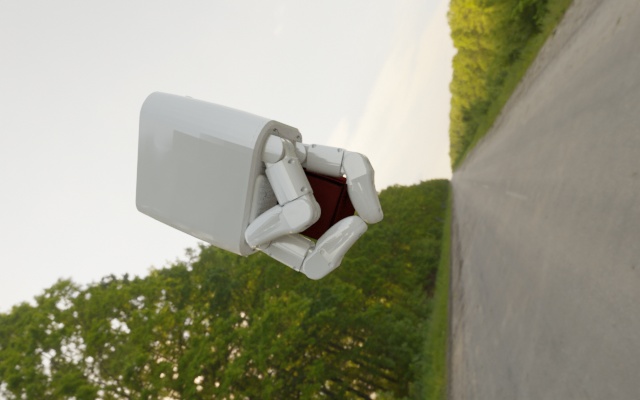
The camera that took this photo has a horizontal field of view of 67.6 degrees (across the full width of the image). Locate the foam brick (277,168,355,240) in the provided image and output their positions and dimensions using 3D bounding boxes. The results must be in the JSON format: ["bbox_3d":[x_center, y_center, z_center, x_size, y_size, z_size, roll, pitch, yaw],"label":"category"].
[{"bbox_3d":[0.000,0.001,0.423,0.051,0.053,0.078,18,6,14],"label":"foam brick"}]
